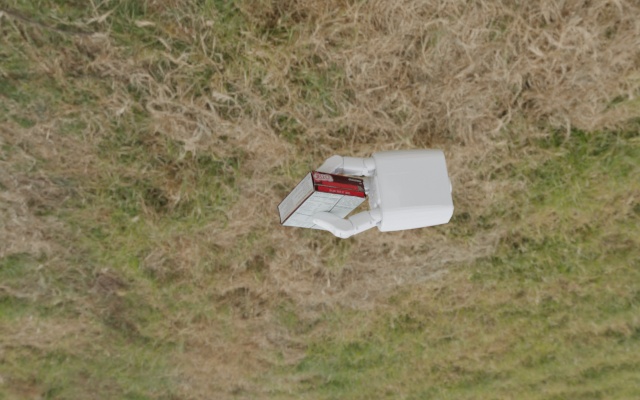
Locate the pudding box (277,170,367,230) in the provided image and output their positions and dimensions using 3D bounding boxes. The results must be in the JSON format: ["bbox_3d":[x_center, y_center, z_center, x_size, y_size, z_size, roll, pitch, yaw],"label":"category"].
[{"bbox_3d":[0.000,0.002,0.707,0.090,0.039,0.113,9,-34,-30],"label":"pudding box"}]
